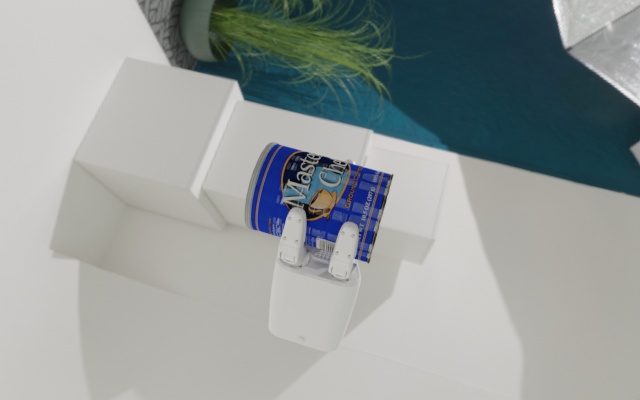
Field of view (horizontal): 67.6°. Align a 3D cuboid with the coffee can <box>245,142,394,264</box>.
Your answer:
[{"bbox_3d":[0.000,0.002,0.531,0.140,0.103,0.103,15,2,8],"label":"coffee can"}]
